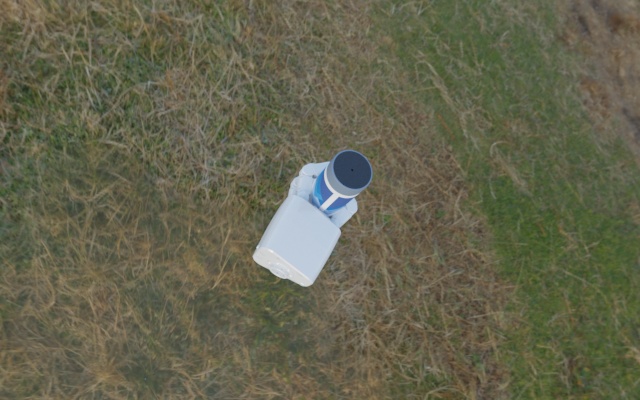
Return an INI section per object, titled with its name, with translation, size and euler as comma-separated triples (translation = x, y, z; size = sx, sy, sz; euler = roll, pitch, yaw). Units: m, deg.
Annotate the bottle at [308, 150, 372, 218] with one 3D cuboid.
[bottle]
translation = 0.000, 0.003, 0.845
size = 0.069, 0.069, 0.296
euler = 0, -19, -20
